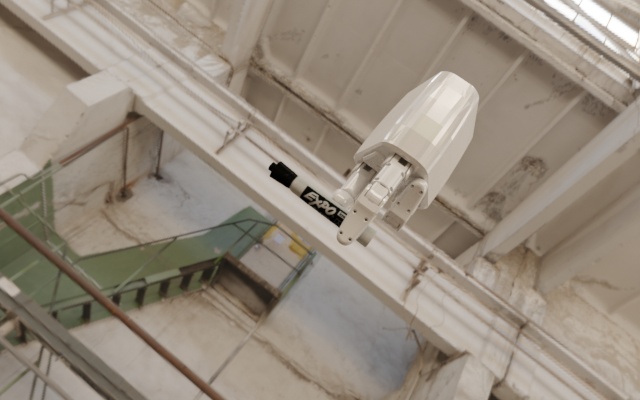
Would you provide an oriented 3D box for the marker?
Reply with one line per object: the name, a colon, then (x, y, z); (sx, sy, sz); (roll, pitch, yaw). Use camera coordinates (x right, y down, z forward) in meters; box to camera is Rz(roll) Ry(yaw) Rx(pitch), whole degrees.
marker: (0.000, 0.002, 0.459); (0.121, 0.020, 0.020); (36, 4, 6)
